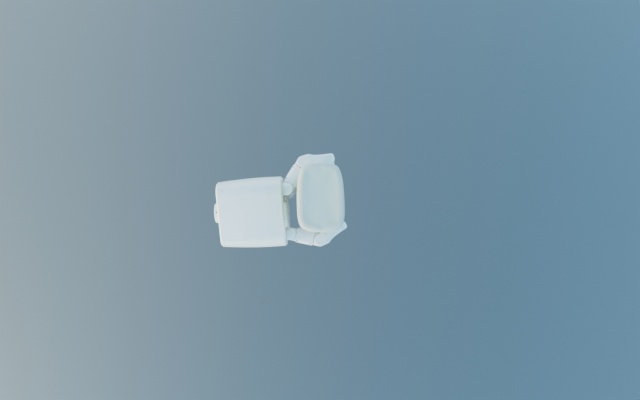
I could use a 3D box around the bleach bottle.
[{"bbox_3d":[0.000,0.002,0.790,0.068,0.102,0.251,-1,-4,0],"label":"bleach bottle"}]
